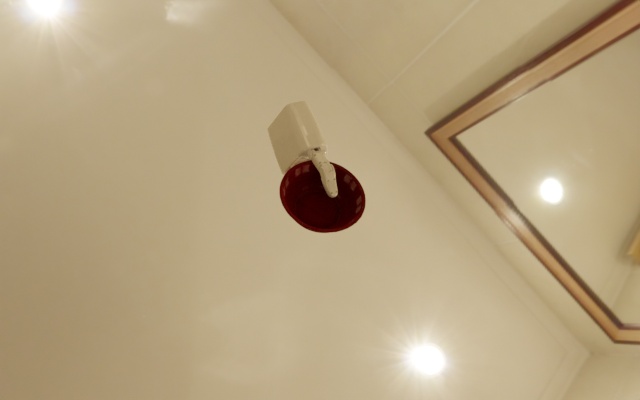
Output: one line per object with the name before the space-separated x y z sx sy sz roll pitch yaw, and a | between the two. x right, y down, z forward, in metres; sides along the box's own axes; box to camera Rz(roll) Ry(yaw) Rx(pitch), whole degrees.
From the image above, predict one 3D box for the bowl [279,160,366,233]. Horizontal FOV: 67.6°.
bowl | 0.000 0.004 0.893 0.162 0.162 0.055 0 -35 -14
